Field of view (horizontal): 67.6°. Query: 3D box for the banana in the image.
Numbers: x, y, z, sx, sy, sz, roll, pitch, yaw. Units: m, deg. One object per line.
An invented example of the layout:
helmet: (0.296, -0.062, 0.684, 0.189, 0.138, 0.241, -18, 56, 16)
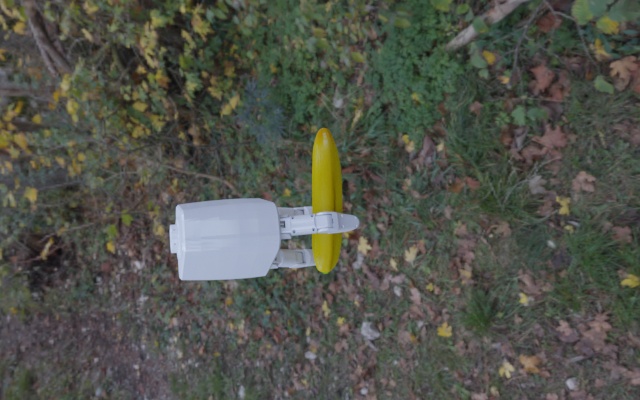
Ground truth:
banana: (0.005, 0.009, 0.604, 0.037, 0.198, 0.069, -2, 12, -15)
